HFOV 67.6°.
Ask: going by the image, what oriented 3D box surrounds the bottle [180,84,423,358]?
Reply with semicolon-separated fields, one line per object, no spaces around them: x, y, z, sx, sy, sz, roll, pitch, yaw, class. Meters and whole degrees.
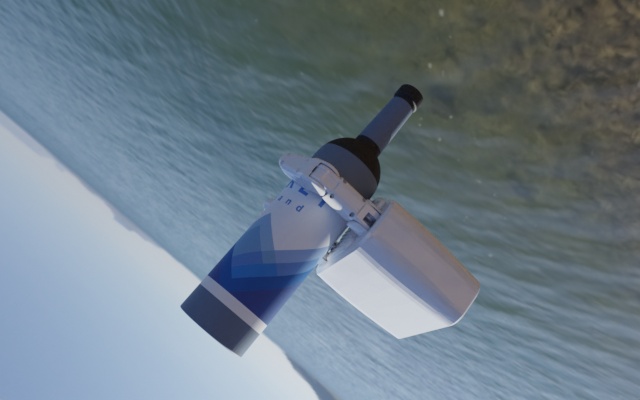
0.000;0.002;0.436;0.069;0.295;0.069;37;-17;13;bottle
